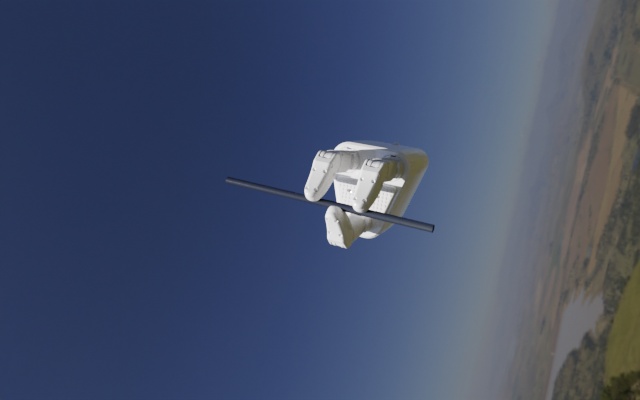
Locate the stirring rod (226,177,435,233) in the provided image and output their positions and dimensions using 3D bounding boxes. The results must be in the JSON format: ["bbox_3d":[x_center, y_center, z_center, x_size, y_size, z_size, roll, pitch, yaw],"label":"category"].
[{"bbox_3d":[0.000,0.002,0.501,0.239,0.011,0.011,13,5,24],"label":"stirring rod"}]
